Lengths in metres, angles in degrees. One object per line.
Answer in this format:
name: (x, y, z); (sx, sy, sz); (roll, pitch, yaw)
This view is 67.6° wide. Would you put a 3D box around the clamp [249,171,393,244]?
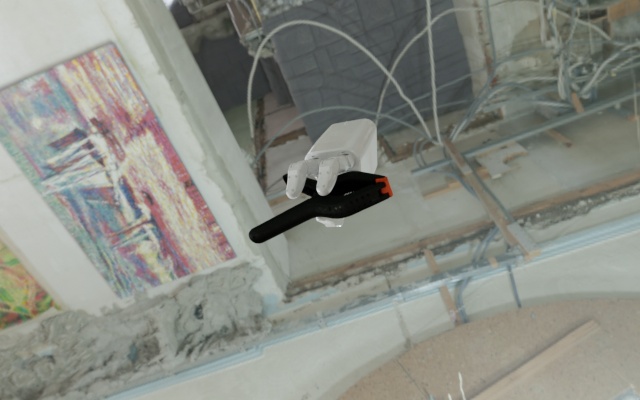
clamp: (0.001, 0.003, 0.705); (0.210, 0.036, 0.164); (-5, 36, 31)
